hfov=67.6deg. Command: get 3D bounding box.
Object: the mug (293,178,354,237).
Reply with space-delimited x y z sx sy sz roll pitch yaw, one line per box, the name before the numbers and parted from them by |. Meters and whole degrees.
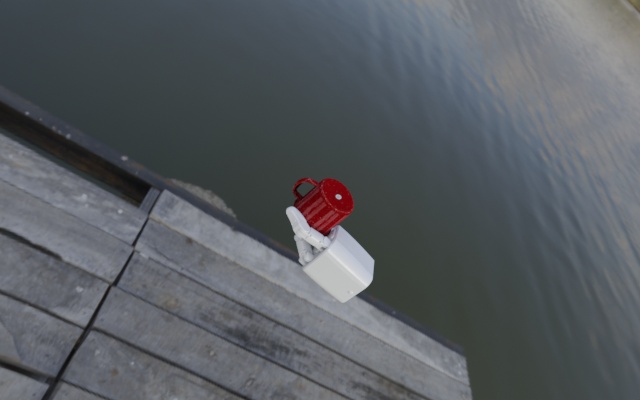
mug | -0.001 0.002 0.899 0.081 0.117 0.093 -41 9 36
